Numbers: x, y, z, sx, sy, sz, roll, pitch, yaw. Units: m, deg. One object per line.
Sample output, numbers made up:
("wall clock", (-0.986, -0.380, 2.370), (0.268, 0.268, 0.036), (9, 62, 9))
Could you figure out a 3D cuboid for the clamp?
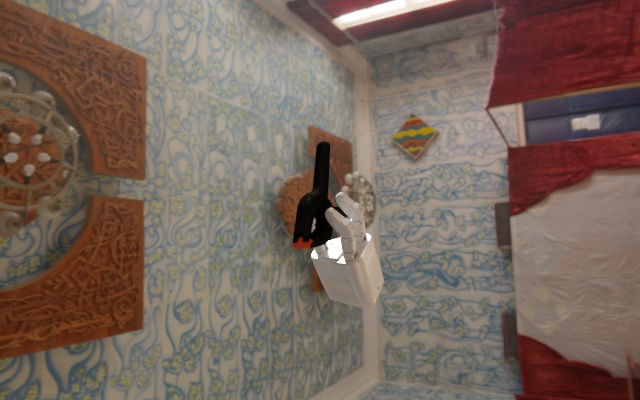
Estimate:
("clamp", (-0.001, 0.003, 0.837), (0.036, 0.165, 0.210), (-8, 26, 30))
